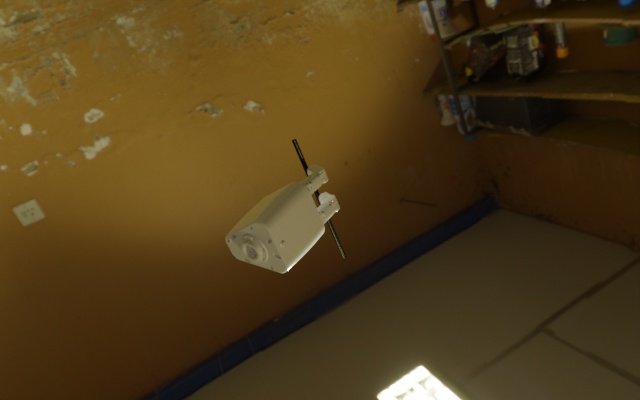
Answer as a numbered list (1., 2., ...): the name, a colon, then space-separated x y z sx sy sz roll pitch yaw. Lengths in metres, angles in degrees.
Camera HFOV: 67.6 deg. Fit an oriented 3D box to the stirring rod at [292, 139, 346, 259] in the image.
1. stirring rod: 0.000 0.003 0.831 0.011 0.240 0.011 -20 23 9
